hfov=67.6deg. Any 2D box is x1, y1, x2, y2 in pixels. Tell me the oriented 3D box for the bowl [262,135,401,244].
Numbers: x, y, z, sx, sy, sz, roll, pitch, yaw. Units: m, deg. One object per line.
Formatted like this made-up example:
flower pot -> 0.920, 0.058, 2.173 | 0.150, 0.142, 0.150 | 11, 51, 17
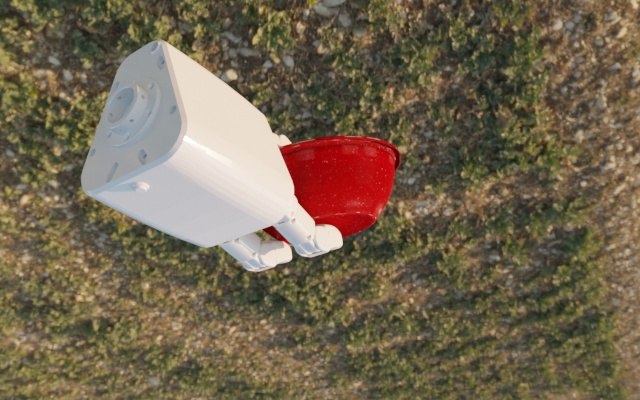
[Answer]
bowl -> 0.001, 0.002, 0.439 | 0.162, 0.055, 0.162 | -10, -18, -3
